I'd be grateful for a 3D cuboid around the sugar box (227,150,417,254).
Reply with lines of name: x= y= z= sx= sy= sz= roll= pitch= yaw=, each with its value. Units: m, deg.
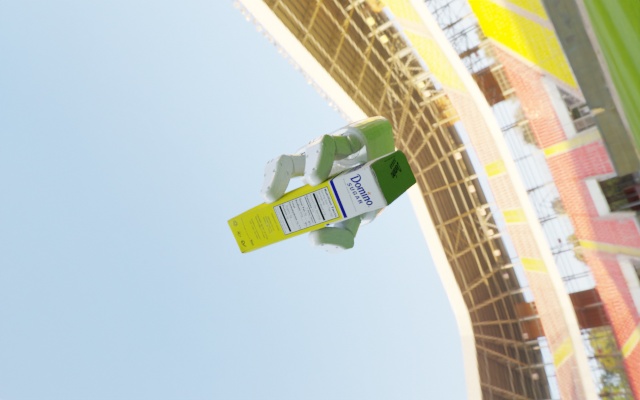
sugar box: x=0.000 y=0.001 z=0.487 sx=0.176 sy=0.048 sz=0.093 roll=-23 pitch=3 yaw=31
